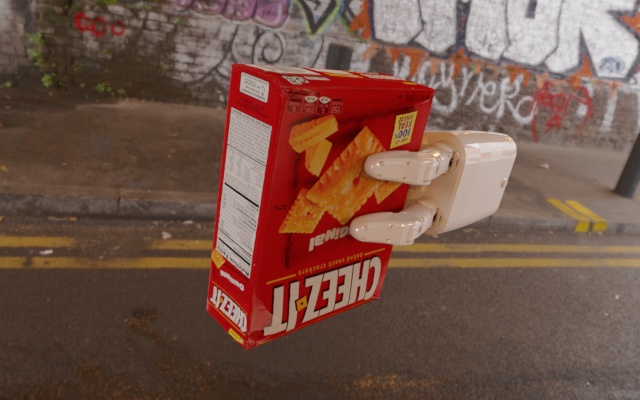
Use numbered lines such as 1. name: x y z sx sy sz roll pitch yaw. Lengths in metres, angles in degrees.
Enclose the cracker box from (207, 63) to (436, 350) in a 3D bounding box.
1. cracker box: 0.000 0.001 0.405 0.164 0.214 0.072 -9 29 -41
